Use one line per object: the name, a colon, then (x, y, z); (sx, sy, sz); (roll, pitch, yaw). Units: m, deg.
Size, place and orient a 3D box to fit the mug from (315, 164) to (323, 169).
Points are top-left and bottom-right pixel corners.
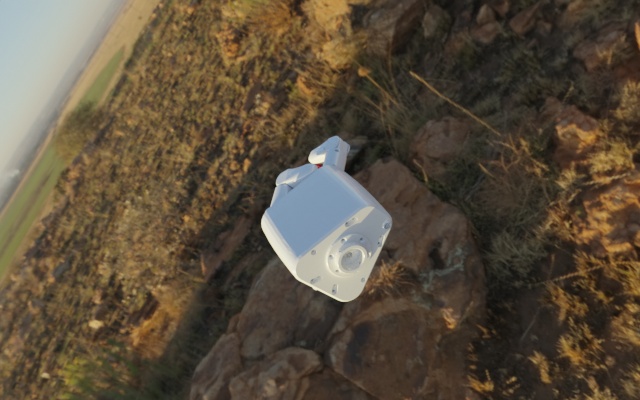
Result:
mug: (-0.001, 0.001, 0.627); (0.081, 0.093, 0.117); (33, 6, -32)
